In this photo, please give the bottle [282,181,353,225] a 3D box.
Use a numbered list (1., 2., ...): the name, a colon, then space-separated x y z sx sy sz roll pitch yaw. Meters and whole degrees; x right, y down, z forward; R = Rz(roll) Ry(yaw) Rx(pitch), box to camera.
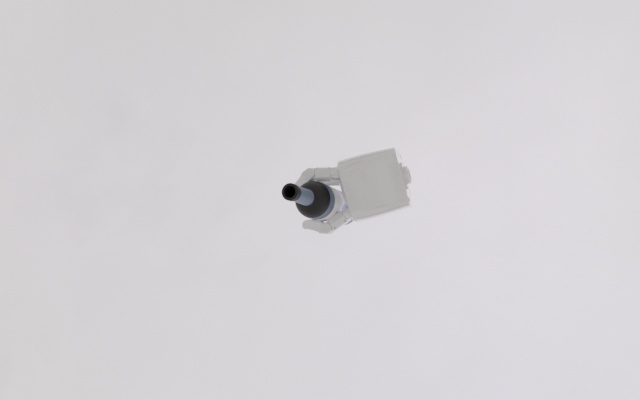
1. bottle: 0.000 0.003 0.866 0.069 0.069 0.296 0 -6 19
